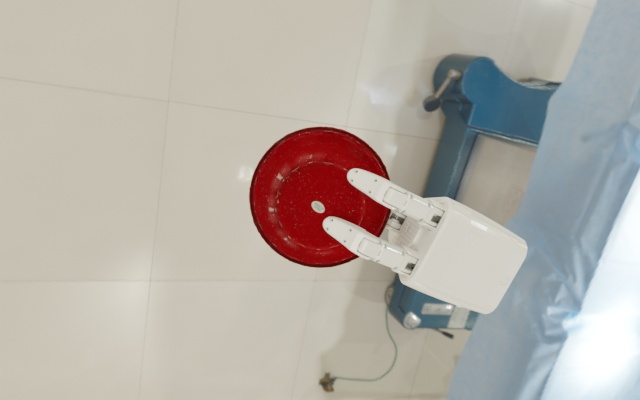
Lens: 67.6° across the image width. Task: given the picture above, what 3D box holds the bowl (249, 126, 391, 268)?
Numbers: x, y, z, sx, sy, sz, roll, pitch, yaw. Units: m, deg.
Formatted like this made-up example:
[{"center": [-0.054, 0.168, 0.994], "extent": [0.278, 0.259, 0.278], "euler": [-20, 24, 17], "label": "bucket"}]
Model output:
[{"center": [-0.001, 0.001, 0.513], "extent": [0.162, 0.162, 0.055], "euler": [0, 9, 1], "label": "bowl"}]
